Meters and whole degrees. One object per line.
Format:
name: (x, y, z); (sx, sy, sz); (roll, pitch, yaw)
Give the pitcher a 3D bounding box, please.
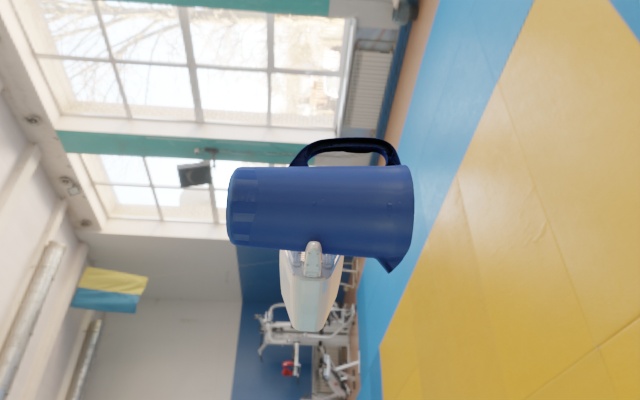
pitcher: (0.000, 0.002, 0.655); (0.243, 0.145, 0.149); (3, 32, -2)
